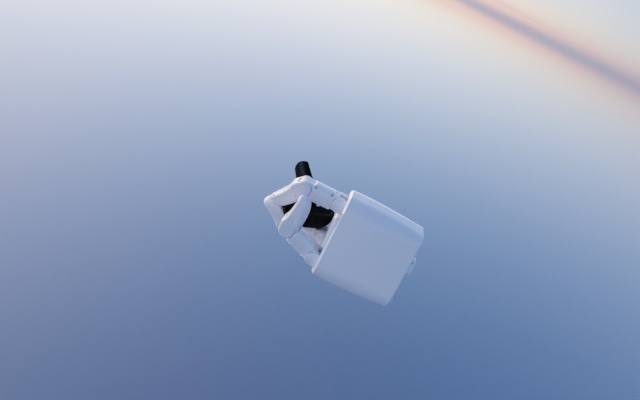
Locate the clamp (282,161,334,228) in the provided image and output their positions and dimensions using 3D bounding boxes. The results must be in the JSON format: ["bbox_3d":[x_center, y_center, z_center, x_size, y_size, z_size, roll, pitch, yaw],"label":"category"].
[{"bbox_3d":[0.000,0.002,0.686,0.120,0.039,0.171,26,27,0],"label":"clamp"}]
